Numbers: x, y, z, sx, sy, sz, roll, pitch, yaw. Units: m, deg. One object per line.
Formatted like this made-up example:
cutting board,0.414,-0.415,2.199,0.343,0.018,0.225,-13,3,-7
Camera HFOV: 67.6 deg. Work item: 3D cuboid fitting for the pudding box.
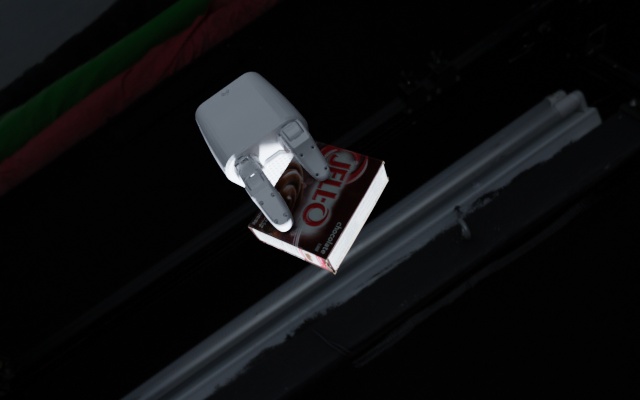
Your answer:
pudding box,0.000,0.002,0.456,0.090,0.113,0.039,19,-21,29
